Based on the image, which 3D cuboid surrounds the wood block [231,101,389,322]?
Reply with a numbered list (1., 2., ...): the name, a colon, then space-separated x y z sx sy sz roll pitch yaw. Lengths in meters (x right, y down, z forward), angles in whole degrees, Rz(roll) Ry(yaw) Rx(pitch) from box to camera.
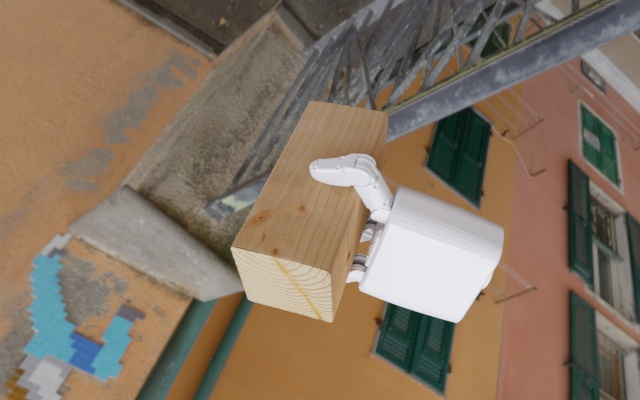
1. wood block: 0.000 0.002 0.483 0.090 0.206 0.091 12 -39 14
